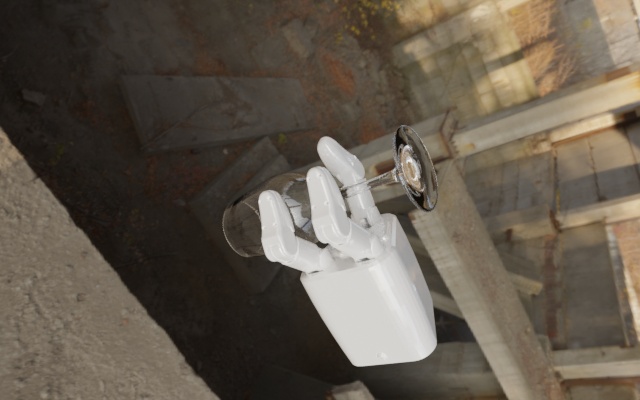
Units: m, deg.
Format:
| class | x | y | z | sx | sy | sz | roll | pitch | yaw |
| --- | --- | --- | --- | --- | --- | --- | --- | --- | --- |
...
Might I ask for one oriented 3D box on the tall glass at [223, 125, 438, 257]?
| class | x | y | z | sx | sy | sz | roll | pitch | yaw |
| --- | --- | --- | --- | --- | --- | --- | --- | --- | --- |
| tall glass | 0.001 | 0.001 | 0.441 | 0.201 | 0.079 | 0.079 | -19 | -11 | 33 |
